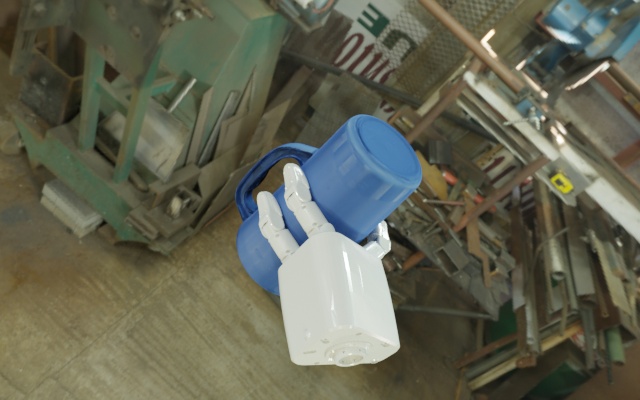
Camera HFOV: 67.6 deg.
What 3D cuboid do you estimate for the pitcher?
[{"bbox_3d":[0.000,0.002,0.598,0.149,0.145,0.243,20,-47,-30],"label":"pitcher"}]
